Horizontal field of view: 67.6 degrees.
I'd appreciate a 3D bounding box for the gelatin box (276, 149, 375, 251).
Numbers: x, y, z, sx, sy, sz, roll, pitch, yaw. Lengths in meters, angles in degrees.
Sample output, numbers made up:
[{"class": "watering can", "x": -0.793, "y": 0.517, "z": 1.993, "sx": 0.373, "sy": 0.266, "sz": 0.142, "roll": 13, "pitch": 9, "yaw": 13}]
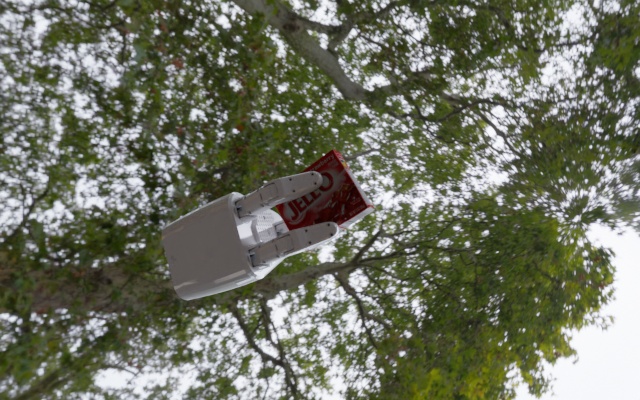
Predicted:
[{"class": "gelatin box", "x": 0.001, "y": 0.002, "z": 0.506, "sx": 0.089, "sy": 0.073, "sz": 0.030, "roll": -34, "pitch": -16, "yaw": 15}]
